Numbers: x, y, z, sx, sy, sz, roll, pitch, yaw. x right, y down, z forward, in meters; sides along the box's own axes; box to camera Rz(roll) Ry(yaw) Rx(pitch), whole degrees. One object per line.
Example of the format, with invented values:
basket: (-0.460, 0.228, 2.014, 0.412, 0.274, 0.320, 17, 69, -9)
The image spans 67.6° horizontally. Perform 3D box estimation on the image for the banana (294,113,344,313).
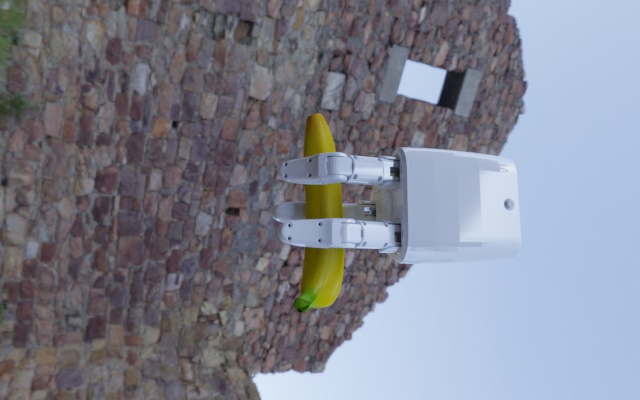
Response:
banana: (0.002, 0.014, 0.431, 0.037, 0.197, 0.070, -3, -32, 5)
